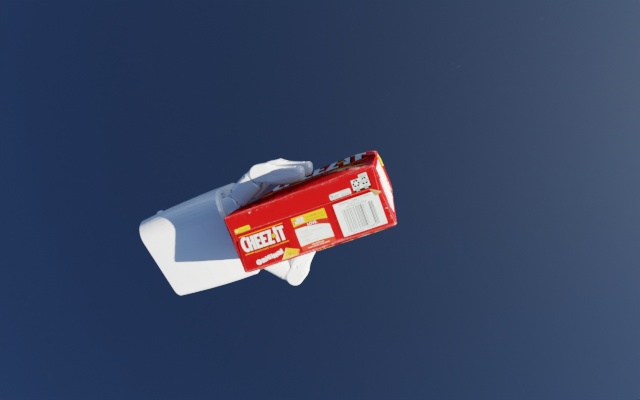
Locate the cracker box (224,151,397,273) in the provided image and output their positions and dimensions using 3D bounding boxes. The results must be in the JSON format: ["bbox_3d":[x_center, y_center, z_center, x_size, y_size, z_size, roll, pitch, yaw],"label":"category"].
[{"bbox_3d":[0.000,0.002,0.570,0.164,0.072,0.213,-19,7,10],"label":"cracker box"}]
